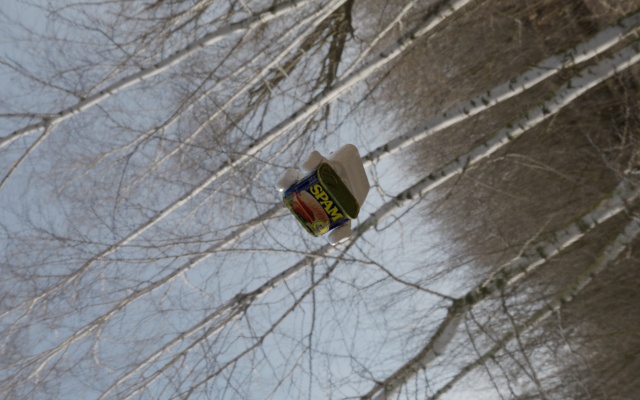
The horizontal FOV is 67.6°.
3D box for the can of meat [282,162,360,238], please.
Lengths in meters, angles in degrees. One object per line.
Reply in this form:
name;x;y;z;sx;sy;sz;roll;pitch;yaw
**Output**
can of meat;0.000;0.003;0.784;0.084;0.102;0.057;-31;14;29
